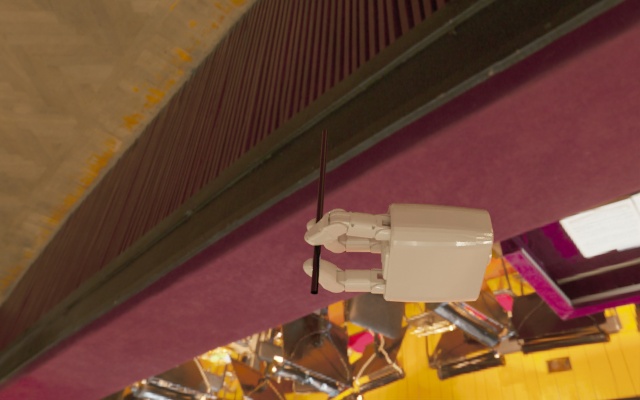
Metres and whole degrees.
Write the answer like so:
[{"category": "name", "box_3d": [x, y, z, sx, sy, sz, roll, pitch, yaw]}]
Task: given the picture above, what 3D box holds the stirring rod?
[{"category": "stirring rod", "box_3d": [0.000, 0.002, 0.574, 0.011, 0.239, 0.011, 2, -38, 2]}]
